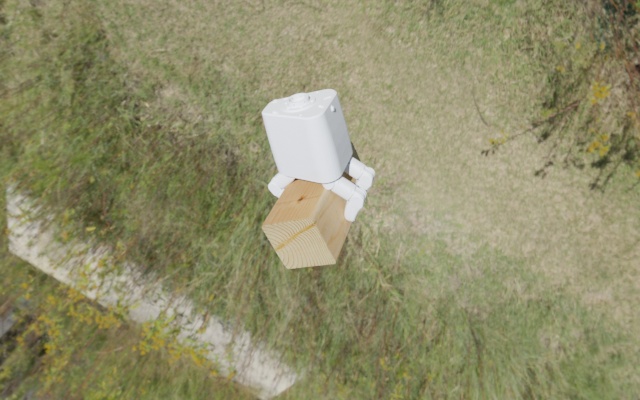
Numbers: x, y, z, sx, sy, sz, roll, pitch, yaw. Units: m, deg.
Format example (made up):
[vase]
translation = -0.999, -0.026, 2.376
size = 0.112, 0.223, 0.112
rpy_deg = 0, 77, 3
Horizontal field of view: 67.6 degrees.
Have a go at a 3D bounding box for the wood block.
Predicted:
[wood block]
translation = 0.000, 0.002, 0.766
size = 0.091, 0.090, 0.206
rpy_deg = -10, 33, 30
